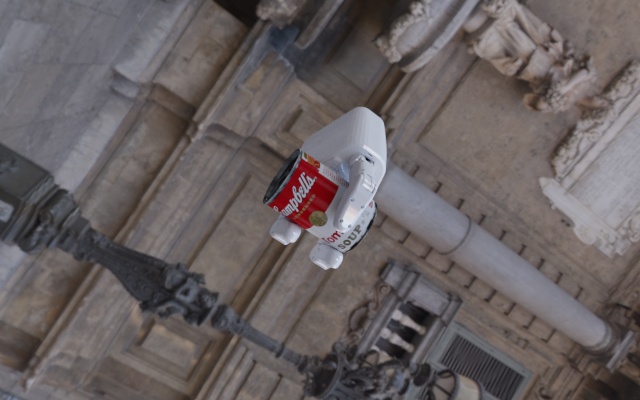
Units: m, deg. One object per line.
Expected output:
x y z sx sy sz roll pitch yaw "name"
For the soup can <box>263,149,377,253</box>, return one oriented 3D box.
0.000 0.002 0.503 0.102 0.068 0.068 34 -10 -15 "soup can"
